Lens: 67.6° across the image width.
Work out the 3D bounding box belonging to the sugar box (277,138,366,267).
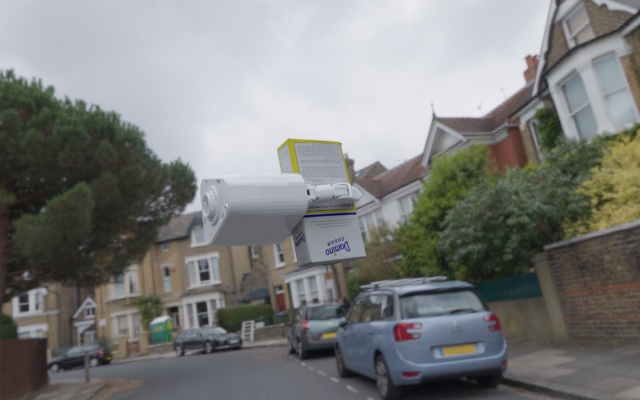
[{"bbox_3d":[0.000,0.002,0.673,0.093,0.176,0.048,-1,-15,-32],"label":"sugar box"}]
